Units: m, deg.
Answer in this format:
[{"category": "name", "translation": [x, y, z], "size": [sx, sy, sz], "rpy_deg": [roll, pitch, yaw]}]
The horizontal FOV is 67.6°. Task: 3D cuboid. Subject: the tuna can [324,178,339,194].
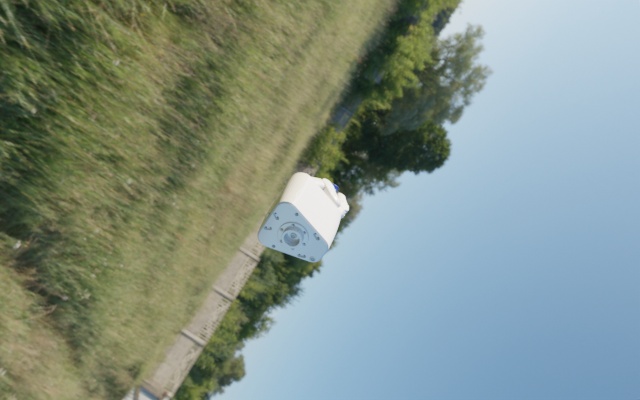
[{"category": "tuna can", "translation": [0.001, 0.003, 0.899], "size": [0.034, 0.086, 0.086], "rpy_deg": [30, -4, -7]}]
